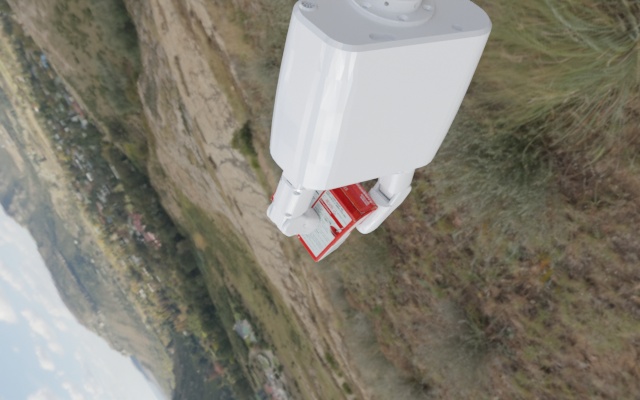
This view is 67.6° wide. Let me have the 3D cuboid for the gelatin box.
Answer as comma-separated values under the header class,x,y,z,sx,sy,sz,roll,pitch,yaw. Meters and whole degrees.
class,x,y,z,sx,sy,sz,roll,pitch,yaw
gelatin box,0.000,0.002,0.405,0.030,0.073,0.089,-30,-13,-34
